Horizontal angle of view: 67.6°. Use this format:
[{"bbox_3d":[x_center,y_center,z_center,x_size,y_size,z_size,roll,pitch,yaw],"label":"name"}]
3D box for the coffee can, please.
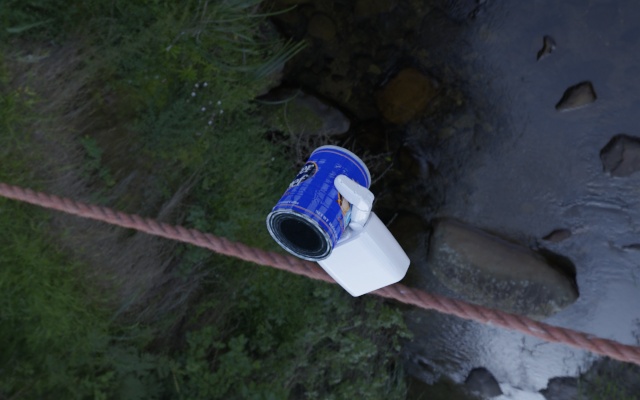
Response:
[{"bbox_3d":[0.000,0.002,0.697,0.103,0.103,0.140,0,43,37],"label":"coffee can"}]
